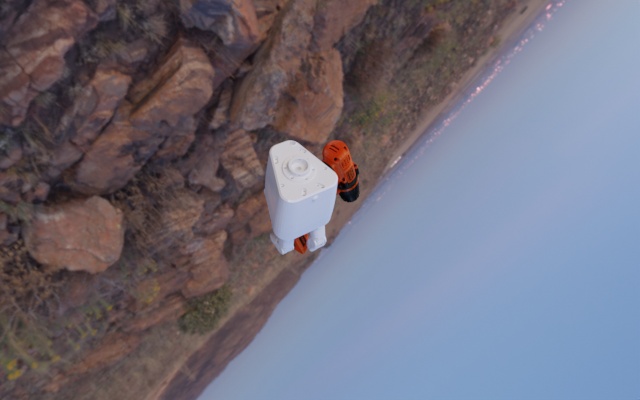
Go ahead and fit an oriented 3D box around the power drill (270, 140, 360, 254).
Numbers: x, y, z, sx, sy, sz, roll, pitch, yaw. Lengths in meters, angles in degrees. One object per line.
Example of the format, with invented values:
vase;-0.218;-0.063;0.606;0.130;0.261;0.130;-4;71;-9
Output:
power drill;0.000;0.003;0.866;0.057;0.187;0.184;30;-16;27
